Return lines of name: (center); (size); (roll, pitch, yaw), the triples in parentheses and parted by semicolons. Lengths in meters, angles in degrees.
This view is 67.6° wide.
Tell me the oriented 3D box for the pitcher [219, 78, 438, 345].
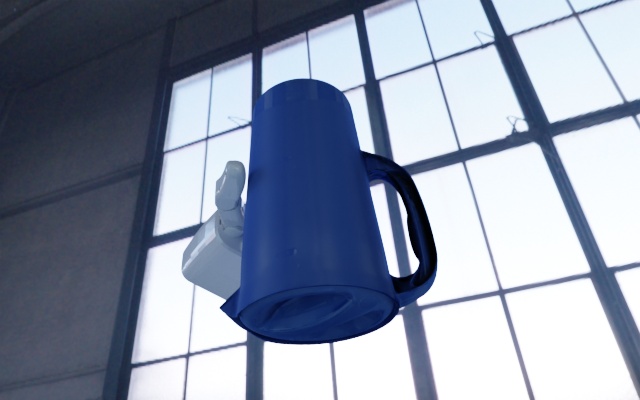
pitcher: (0.000, 0.002, 0.452); (0.149, 0.242, 0.145); (17, -40, -30)
